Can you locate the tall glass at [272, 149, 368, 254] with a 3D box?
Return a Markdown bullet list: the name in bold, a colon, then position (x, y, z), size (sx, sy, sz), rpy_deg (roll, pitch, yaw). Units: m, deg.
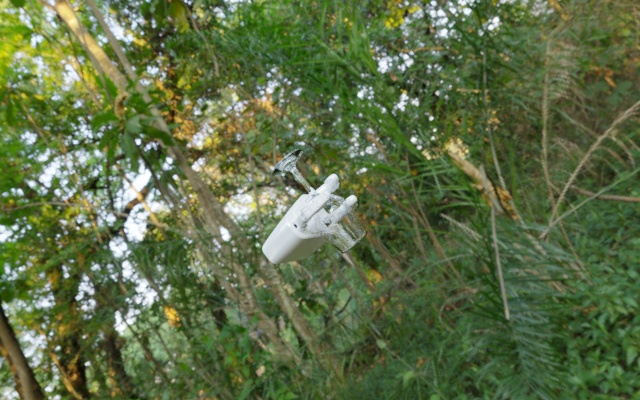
- **tall glass**: position (0.000, 0.002, 0.885), size (0.079, 0.201, 0.079), rpy_deg (-39, -9, -8)
